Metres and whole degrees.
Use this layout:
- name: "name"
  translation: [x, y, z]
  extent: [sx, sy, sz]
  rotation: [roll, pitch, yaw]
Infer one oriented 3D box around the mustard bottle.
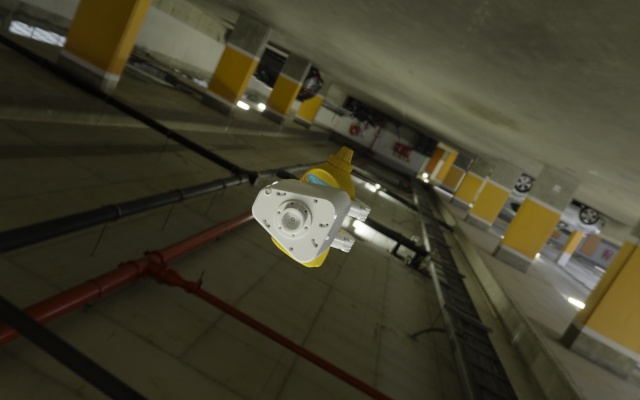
- name: "mustard bottle"
  translation: [0.000, 0.003, 0.760]
  extent: [0.096, 0.191, 0.058]
  rotation: [34, 12, 31]
